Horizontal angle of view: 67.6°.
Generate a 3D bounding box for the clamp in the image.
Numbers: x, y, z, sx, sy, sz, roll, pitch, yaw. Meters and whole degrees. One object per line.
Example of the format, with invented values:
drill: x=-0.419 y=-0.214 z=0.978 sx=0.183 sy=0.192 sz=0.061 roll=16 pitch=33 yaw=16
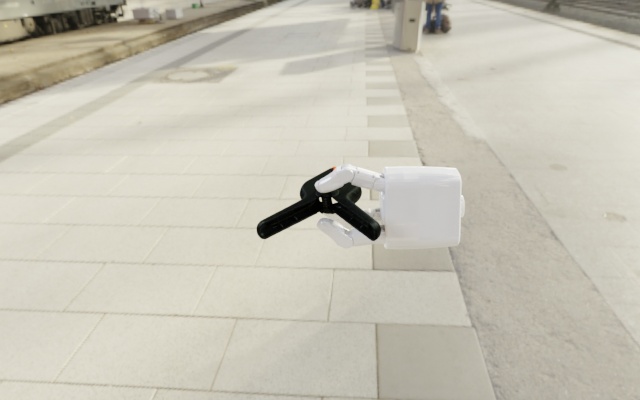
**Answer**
clamp: x=0.000 y=0.001 z=0.700 sx=0.164 sy=0.036 sz=0.210 roll=-2 pitch=26 yaw=4
